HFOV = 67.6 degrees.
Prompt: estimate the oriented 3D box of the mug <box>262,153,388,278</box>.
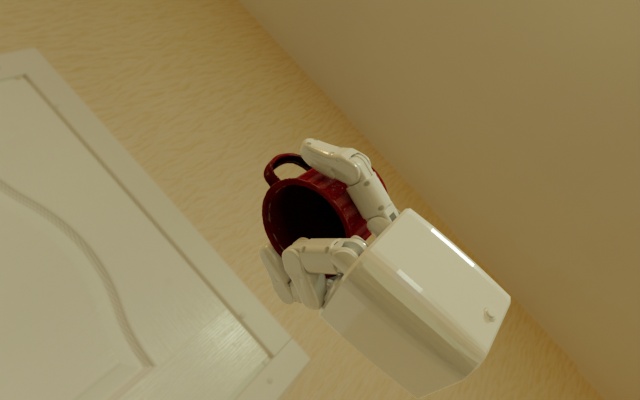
[{"bbox_3d":[-0.001,0.000,0.430,0.081,0.117,0.093,-36,-16,-47],"label":"mug"}]
